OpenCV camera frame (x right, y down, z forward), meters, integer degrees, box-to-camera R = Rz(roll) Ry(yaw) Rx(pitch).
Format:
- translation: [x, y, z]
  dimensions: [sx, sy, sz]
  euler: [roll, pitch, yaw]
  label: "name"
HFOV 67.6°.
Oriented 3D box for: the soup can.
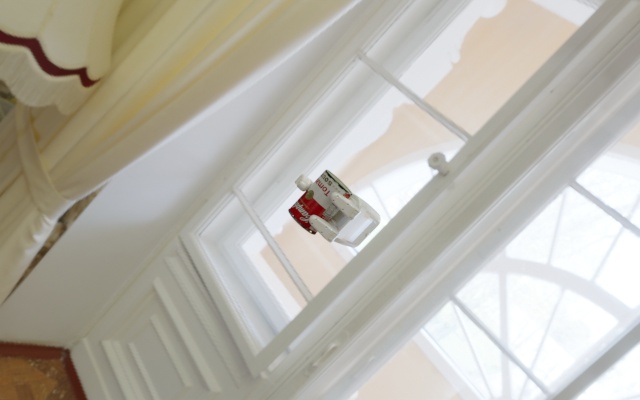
- translation: [0.000, 0.002, 0.860]
  dimensions: [0.068, 0.102, 0.068]
  euler: [42, 9, -8]
  label: "soup can"
